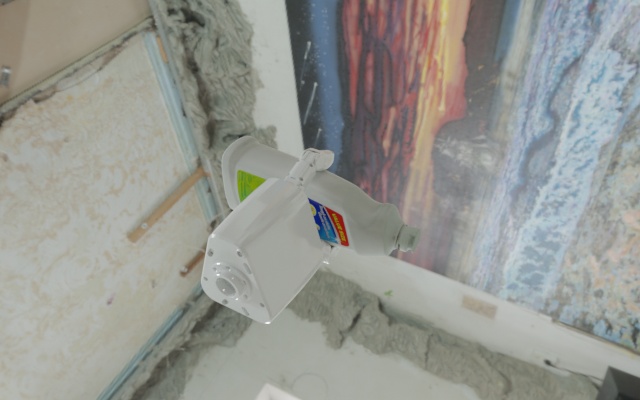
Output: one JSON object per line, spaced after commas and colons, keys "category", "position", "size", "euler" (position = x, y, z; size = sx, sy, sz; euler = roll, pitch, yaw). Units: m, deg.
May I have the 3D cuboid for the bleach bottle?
{"category": "bleach bottle", "position": [0.000, 0.002, 0.584], "size": [0.251, 0.103, 0.068], "euler": [19, 41, 22]}
